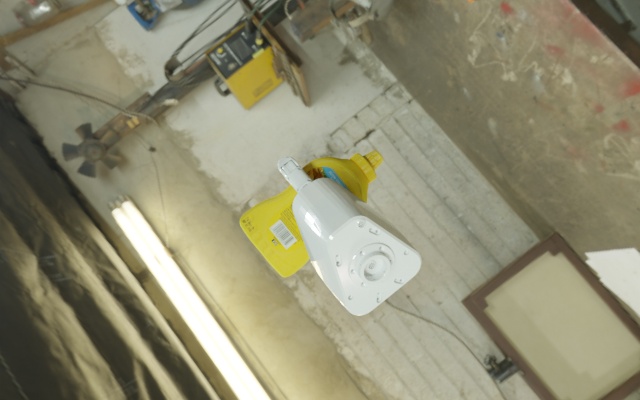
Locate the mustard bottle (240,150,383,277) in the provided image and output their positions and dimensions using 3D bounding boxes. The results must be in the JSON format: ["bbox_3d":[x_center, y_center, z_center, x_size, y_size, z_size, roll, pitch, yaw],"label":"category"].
[{"bbox_3d":[0.000,0.002,0.600,0.191,0.096,0.058,-39,5,-2],"label":"mustard bottle"}]
